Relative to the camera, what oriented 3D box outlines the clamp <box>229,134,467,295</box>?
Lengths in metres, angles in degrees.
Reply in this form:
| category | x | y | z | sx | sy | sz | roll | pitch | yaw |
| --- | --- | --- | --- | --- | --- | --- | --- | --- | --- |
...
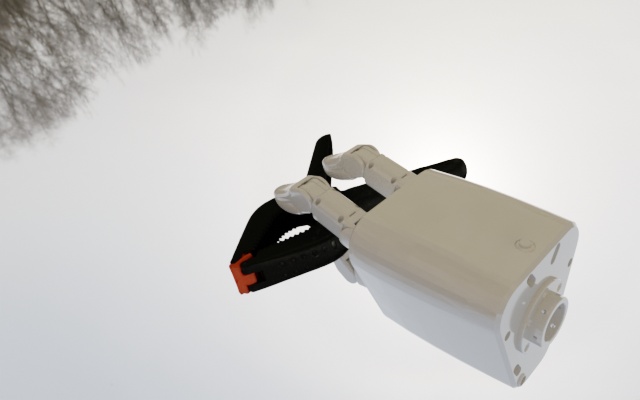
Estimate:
| category | x | y | z | sx | sy | sz | roll | pitch | yaw |
| --- | --- | --- | --- | --- | --- | --- | --- | --- | --- |
| clamp | 0.000 | 0.002 | 0.412 | 0.210 | 0.036 | 0.164 | -34 | 37 | -29 |
